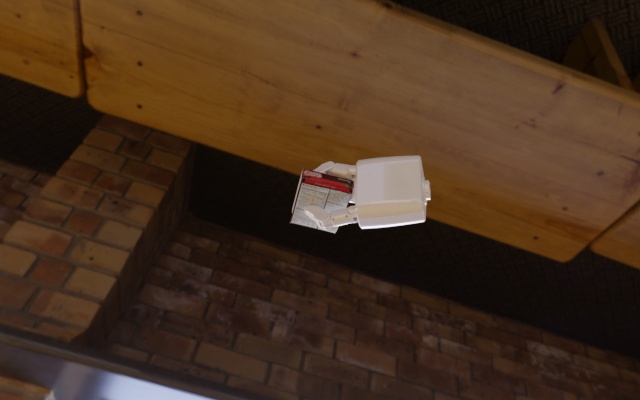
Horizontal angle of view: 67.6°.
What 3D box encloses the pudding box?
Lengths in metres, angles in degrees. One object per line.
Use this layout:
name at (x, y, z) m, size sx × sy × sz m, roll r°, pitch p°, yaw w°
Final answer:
pudding box at (0.000, 0.003, 0.831) m, size 0.090 × 0.039 × 0.114 m, roll 14°, pitch -46°, yaw -4°
